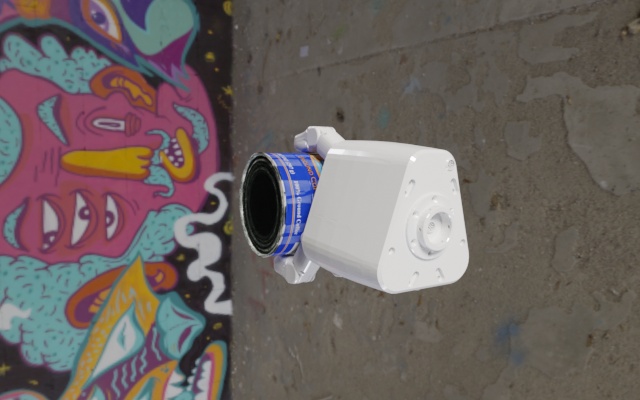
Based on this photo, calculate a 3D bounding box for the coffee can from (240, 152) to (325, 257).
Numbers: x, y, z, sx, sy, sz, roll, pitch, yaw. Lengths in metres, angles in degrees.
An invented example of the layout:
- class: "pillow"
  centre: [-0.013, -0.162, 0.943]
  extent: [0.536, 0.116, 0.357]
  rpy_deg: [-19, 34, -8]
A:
- class: "coffee can"
  centre: [0.000, 0.002, 0.498]
  extent: [0.140, 0.103, 0.103]
  rpy_deg: [-3, 1, -31]
